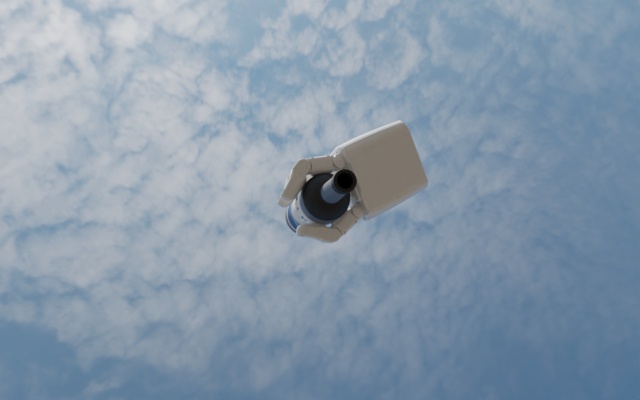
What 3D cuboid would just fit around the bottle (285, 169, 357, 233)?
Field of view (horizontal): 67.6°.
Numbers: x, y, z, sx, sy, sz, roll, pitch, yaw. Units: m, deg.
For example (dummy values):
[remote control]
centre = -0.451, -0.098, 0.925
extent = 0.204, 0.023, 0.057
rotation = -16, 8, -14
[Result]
[bottle]
centre = 0.000, 0.002, 0.677
extent = 0.069, 0.069, 0.296
rotation = 0, -10, -11
